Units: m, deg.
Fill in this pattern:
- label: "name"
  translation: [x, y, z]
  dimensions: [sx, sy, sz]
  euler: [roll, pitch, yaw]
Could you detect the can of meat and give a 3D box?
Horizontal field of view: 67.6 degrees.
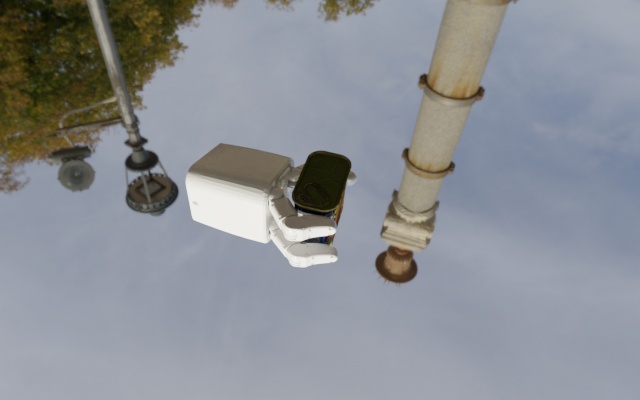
- label: "can of meat"
  translation: [0.000, 0.002, 0.607]
  dimensions: [0.057, 0.102, 0.084]
  euler: [13, -43, 7]
